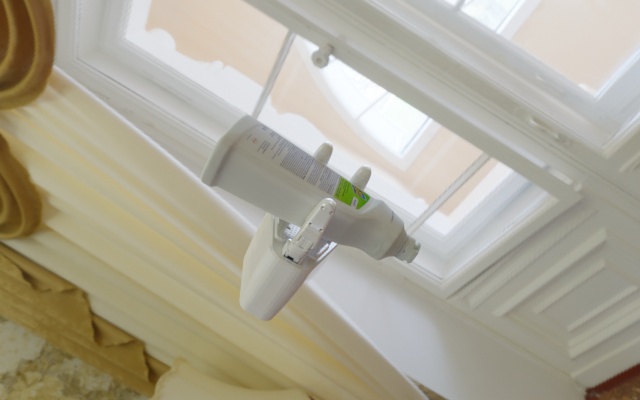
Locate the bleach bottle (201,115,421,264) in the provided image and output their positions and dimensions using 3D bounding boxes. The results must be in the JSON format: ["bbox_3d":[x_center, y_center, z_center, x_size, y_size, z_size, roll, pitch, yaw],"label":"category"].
[{"bbox_3d":[0.000,0.002,0.539,0.251,0.068,0.102,31,32,-5],"label":"bleach bottle"}]
